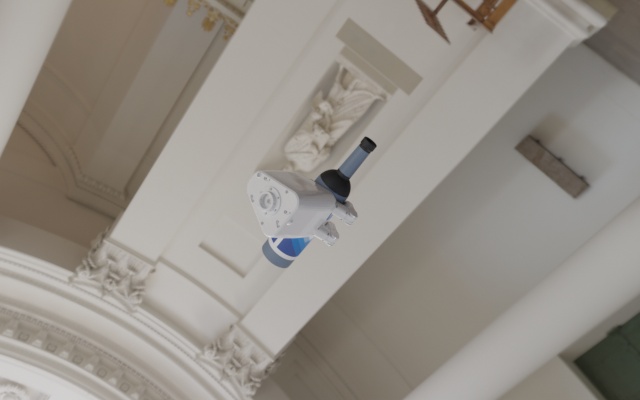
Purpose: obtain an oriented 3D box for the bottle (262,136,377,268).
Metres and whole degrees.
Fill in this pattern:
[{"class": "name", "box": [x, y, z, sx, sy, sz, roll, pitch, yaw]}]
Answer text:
[{"class": "bottle", "box": [0.000, 0.003, 0.878, 0.069, 0.296, 0.069, 33, 23, -16]}]
